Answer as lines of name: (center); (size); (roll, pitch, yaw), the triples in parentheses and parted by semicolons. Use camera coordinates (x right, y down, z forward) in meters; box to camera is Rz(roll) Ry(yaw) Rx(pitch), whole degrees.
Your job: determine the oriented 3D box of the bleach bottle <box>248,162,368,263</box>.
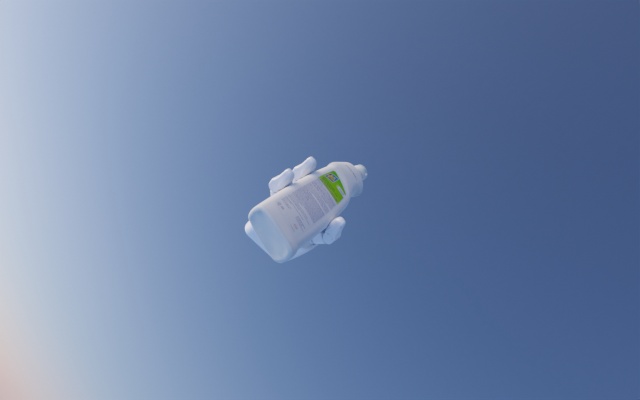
bleach bottle: (0.000, 0.003, 0.822); (0.250, 0.102, 0.068); (-31, -2, -40)
